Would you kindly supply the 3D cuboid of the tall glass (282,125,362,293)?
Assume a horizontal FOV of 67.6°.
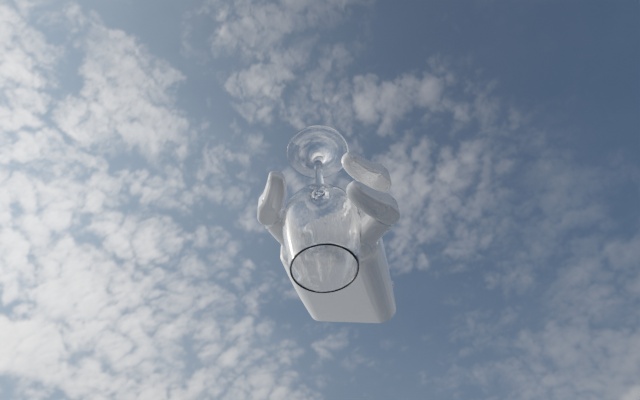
[{"bbox_3d":[0.000,0.001,0.499,0.079,0.079,0.201,0,36,-2],"label":"tall glass"}]
